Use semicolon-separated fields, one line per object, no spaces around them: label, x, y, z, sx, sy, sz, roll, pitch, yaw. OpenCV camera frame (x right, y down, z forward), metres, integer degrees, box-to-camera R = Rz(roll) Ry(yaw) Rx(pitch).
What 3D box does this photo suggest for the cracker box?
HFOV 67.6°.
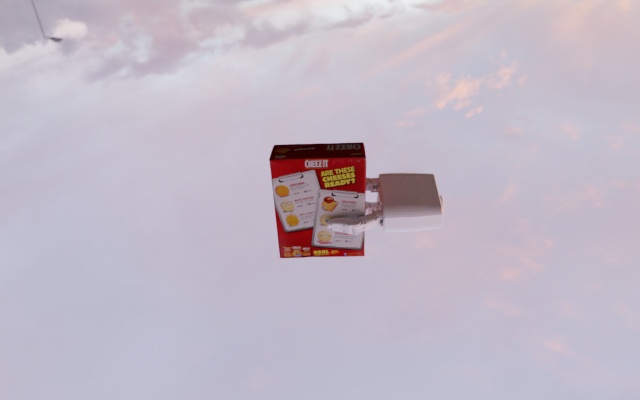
cracker box;0.000;0.003;0.873;0.164;0.214;0.072;-1;32;2
